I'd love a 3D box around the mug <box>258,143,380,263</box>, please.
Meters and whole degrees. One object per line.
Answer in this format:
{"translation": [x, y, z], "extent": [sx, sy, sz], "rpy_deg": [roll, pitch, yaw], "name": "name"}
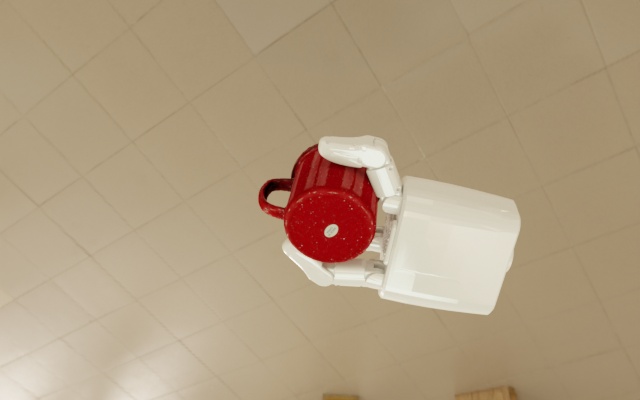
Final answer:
{"translation": [-0.001, 0.001, 0.443], "extent": [0.117, 0.093, 0.081], "rpy_deg": [9, 33, 2], "name": "mug"}
